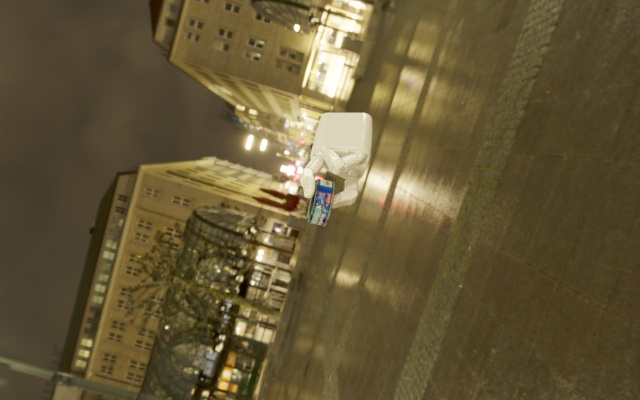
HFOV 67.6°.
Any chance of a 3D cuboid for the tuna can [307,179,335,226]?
[{"bbox_3d":[0.000,0.003,0.890,0.034,0.086,0.086,12,-2,-7],"label":"tuna can"}]
